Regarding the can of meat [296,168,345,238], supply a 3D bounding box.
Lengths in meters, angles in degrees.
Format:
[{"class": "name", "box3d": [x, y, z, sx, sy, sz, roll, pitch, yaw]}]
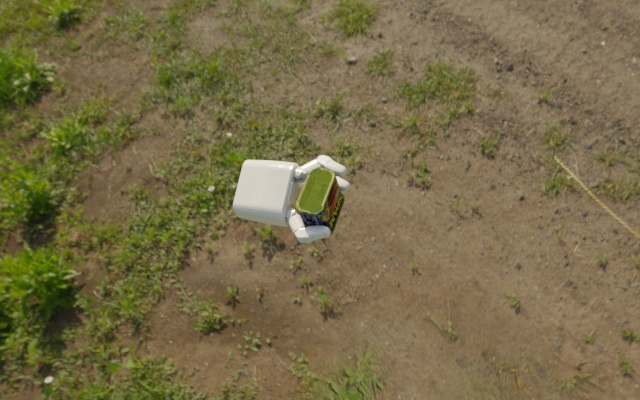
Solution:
[{"class": "can of meat", "box3d": [0.000, 0.003, 0.865, 0.057, 0.102, 0.084, 10, -29, 20]}]
